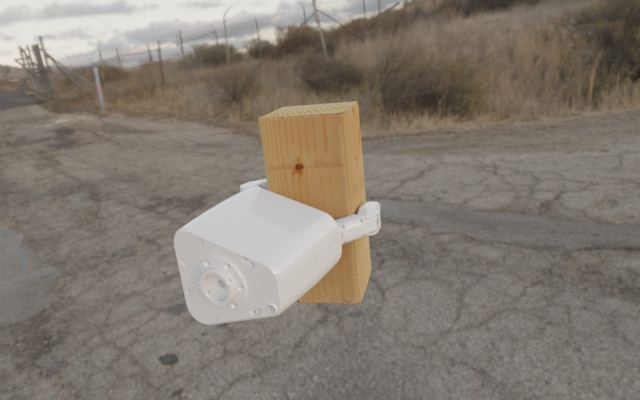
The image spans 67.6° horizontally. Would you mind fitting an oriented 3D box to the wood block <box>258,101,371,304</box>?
[{"bbox_3d":[0.000,0.002,0.533,0.091,0.206,0.090,-1,18,15],"label":"wood block"}]
